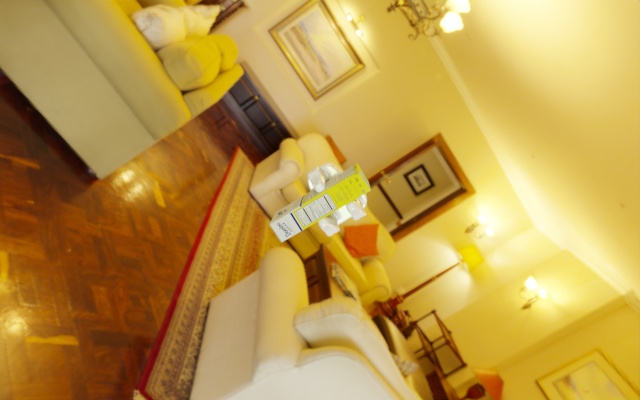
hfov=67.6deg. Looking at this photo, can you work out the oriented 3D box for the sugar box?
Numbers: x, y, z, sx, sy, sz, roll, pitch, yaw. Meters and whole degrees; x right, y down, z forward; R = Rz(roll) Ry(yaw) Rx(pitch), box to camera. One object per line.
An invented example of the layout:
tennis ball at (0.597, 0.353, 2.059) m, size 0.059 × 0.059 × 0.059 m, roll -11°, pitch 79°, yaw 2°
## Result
sugar box at (0.001, 0.003, 0.831) m, size 0.176 × 0.048 × 0.093 m, roll -33°, pitch 9°, yaw 10°
